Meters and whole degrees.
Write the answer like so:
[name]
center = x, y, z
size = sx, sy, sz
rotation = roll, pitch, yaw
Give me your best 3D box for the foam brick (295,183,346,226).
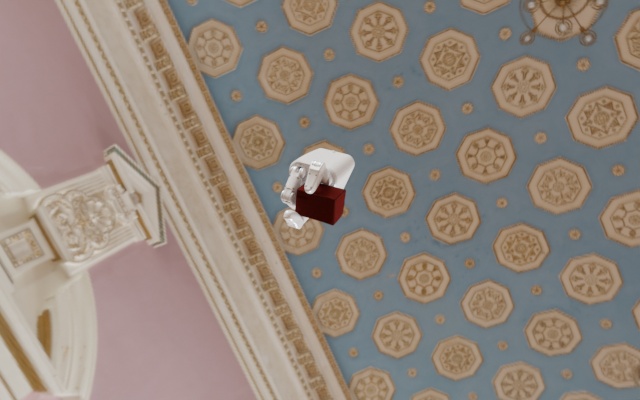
[foam brick]
center = 0.000, 0.003, 0.858
size = 0.078, 0.053, 0.051
rotation = 16, 27, 20
